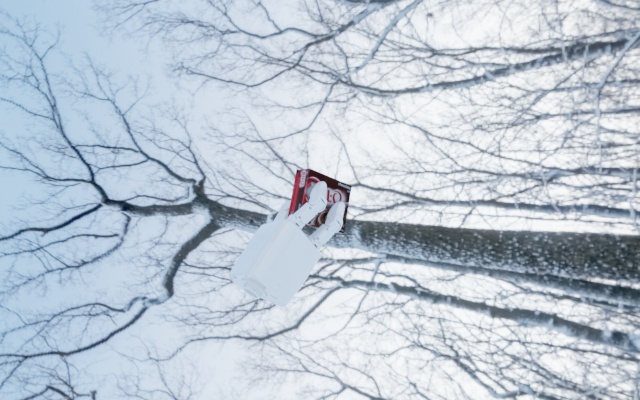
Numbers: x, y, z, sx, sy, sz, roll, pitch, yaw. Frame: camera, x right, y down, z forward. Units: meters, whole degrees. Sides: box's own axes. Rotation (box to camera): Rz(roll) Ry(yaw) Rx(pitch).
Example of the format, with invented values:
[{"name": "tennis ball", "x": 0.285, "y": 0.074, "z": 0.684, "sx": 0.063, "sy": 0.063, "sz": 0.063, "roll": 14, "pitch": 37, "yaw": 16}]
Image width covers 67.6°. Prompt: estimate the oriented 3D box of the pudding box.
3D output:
[{"name": "pudding box", "x": 0.000, "y": 0.003, "z": 0.829, "sx": 0.039, "sy": 0.090, "sz": 0.113, "roll": 1, "pitch": -13, "yaw": 44}]
